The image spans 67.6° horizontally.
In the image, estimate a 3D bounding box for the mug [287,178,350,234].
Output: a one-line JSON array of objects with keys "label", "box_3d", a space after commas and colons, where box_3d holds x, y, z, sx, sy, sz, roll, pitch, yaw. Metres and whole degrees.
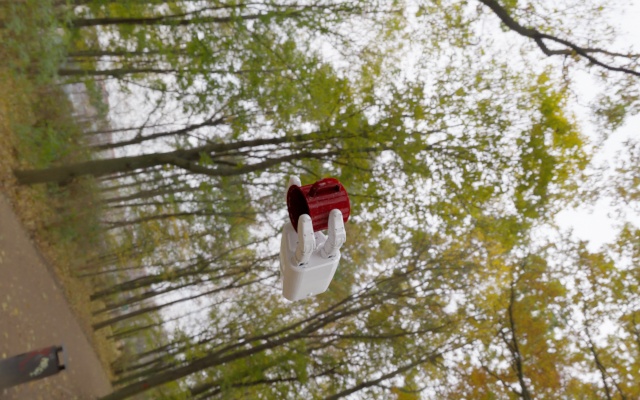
[{"label": "mug", "box_3d": [0.001, 0.002, 0.812, 0.081, 0.093, 0.117, -13, -36, -26]}]
